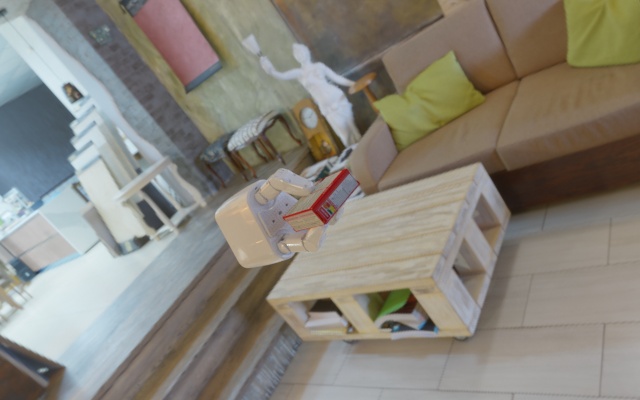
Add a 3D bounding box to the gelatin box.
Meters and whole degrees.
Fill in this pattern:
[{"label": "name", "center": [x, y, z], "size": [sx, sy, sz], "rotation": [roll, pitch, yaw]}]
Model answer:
[{"label": "gelatin box", "center": [0.000, 0.002, 0.602], "size": [0.073, 0.030, 0.089], "rotation": [-49, 13, -26]}]
